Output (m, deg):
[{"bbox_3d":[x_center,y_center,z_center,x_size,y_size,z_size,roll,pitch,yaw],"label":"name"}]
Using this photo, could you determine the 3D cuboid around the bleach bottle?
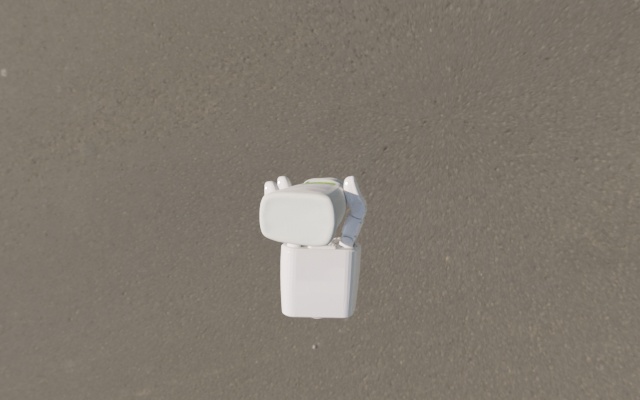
[{"bbox_3d":[0.000,0.002,0.701,0.102,0.068,0.251,5,11,14],"label":"bleach bottle"}]
